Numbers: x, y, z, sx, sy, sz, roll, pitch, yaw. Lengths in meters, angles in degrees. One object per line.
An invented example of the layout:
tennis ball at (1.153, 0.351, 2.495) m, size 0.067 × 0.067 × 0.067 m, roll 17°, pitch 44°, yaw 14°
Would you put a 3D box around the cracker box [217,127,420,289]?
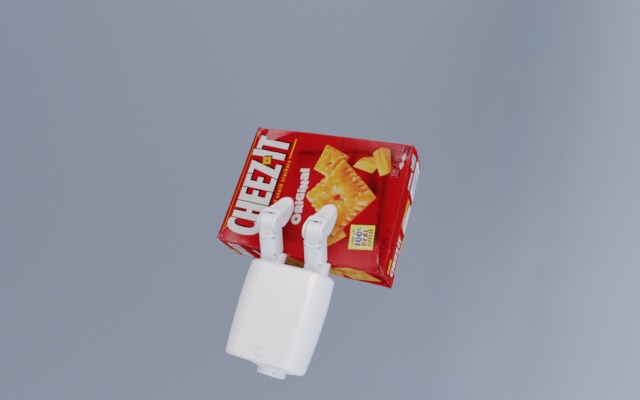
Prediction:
cracker box at (0.000, 0.002, 0.592) m, size 0.213 × 0.164 × 0.072 m, roll 10°, pitch -20°, yaw 21°
